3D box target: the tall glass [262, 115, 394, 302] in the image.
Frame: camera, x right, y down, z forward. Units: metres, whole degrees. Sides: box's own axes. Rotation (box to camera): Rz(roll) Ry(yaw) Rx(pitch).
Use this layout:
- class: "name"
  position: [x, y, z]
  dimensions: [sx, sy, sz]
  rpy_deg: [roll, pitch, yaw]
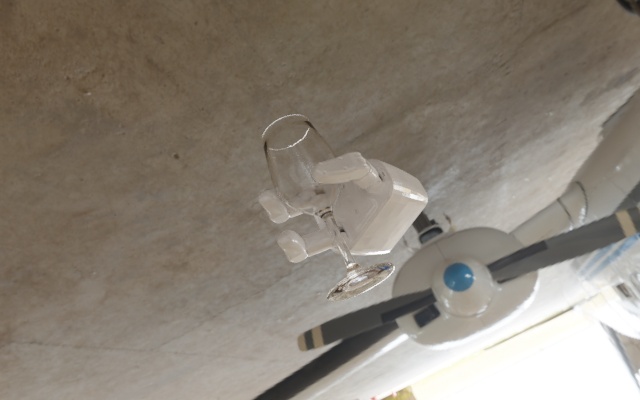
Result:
- class: "tall glass"
  position: [0.000, 0.002, 0.513]
  dimensions: [0.079, 0.201, 0.079]
  rpy_deg: [-21, -26, -11]
